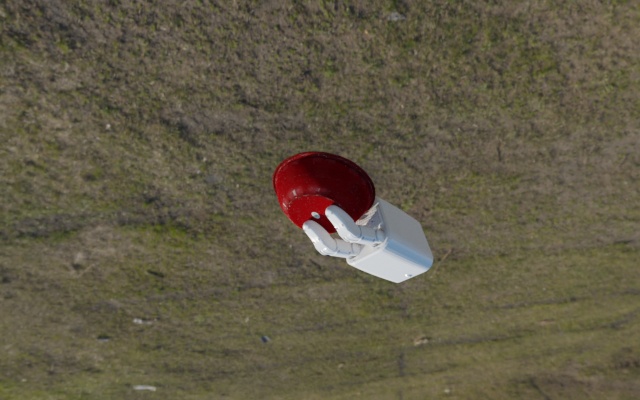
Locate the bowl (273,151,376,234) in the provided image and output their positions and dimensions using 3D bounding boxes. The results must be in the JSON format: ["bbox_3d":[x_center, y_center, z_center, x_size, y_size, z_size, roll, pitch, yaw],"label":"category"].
[{"bbox_3d":[-0.001,0.002,0.722,0.162,0.055,0.162,8,-40,7],"label":"bowl"}]
